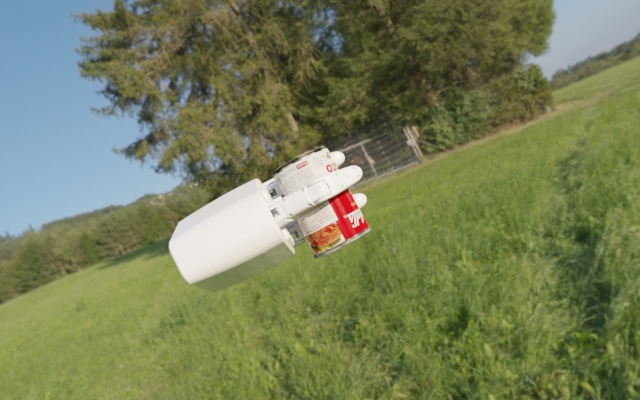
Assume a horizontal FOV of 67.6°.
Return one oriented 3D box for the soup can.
[{"bbox_3d":[0.000,0.001,0.514,0.068,0.102,0.068,-28,-1,-1],"label":"soup can"}]
